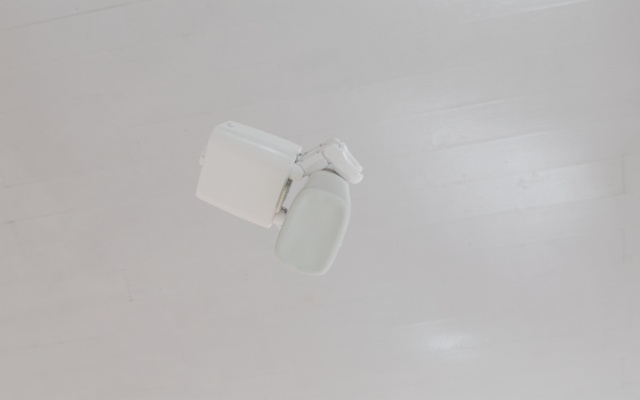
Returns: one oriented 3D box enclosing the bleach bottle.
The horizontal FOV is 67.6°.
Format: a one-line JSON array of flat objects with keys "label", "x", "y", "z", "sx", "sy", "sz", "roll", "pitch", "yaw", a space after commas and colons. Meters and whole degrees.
[{"label": "bleach bottle", "x": 0.000, "y": 0.002, "z": 0.630, "sx": 0.068, "sy": 0.102, "sz": 0.250, "roll": 22, "pitch": 15, "yaw": -2}]
